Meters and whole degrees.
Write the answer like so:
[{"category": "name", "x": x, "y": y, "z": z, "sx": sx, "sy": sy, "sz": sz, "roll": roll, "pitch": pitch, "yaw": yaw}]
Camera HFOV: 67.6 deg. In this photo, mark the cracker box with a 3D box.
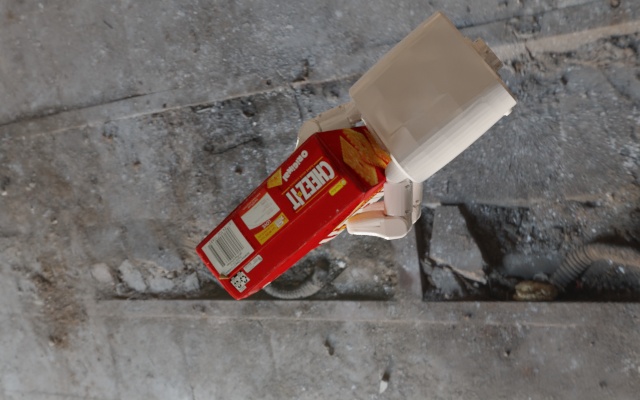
[{"category": "cracker box", "x": 0.000, "y": 0.001, "z": 0.490, "sx": 0.164, "sy": 0.072, "sz": 0.213, "roll": -42, "pitch": -7, "yaw": 23}]
